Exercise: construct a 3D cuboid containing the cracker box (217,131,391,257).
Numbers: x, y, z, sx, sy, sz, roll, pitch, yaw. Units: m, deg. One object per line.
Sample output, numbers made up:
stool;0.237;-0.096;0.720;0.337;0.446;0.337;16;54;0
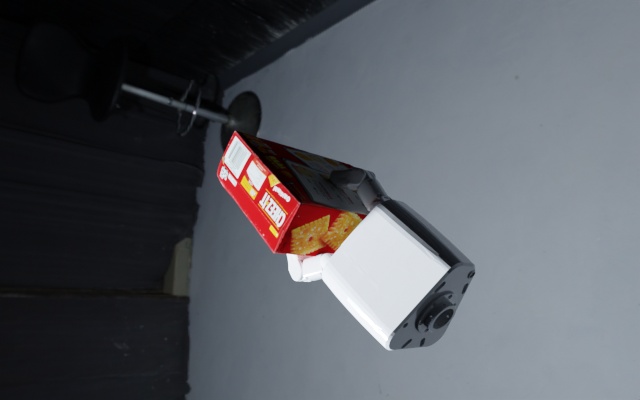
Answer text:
cracker box;0.000;0.002;0.594;0.214;0.072;0.164;12;24;-43
